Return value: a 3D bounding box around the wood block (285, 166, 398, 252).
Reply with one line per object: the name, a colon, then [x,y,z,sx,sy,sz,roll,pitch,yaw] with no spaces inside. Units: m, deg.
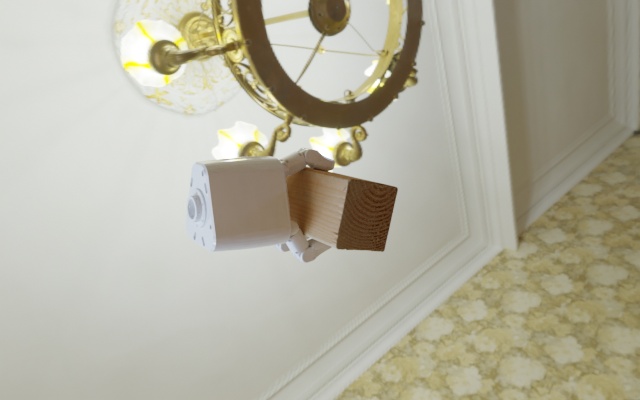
wood block: [0.000,0.002,0.686,0.090,0.091,0.206,8,6,-38]
